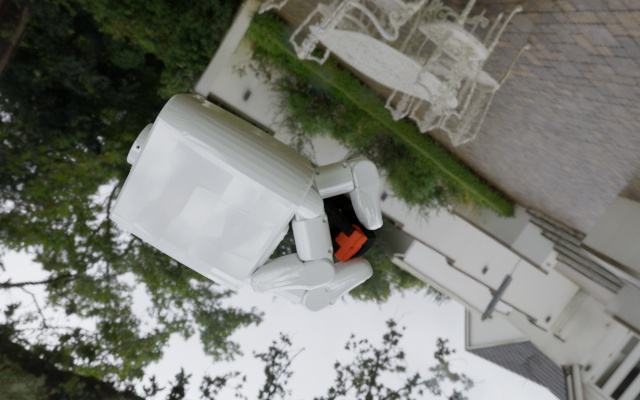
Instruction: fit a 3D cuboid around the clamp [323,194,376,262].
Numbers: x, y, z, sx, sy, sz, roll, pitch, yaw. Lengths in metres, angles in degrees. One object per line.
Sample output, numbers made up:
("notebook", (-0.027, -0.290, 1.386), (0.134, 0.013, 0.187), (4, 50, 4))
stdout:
("clamp", (0.000, 0.002, 0.443), (0.120, 0.039, 0.171), (30, 8, -11))
